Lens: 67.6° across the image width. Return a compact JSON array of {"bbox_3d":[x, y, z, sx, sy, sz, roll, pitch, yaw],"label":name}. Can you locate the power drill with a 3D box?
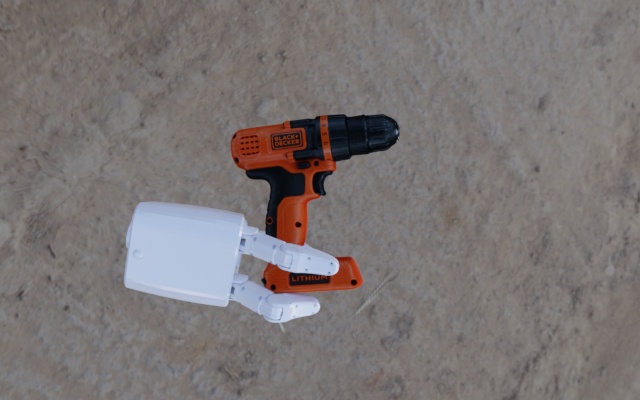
[{"bbox_3d":[0.000,0.002,0.517,0.184,0.187,0.057,-6,-5,8],"label":"power drill"}]
